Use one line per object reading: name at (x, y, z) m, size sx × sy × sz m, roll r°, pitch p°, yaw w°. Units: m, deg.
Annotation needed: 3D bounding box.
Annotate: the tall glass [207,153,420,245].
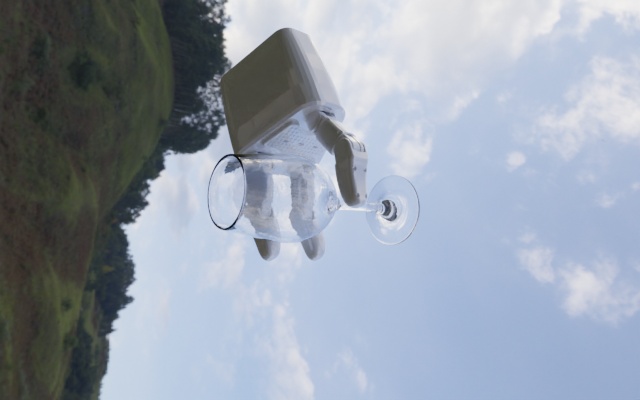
tall glass at (0.001, 0.002, 0.444) m, size 0.201 × 0.079 × 0.079 m, roll 6°, pitch -4°, yaw -40°
